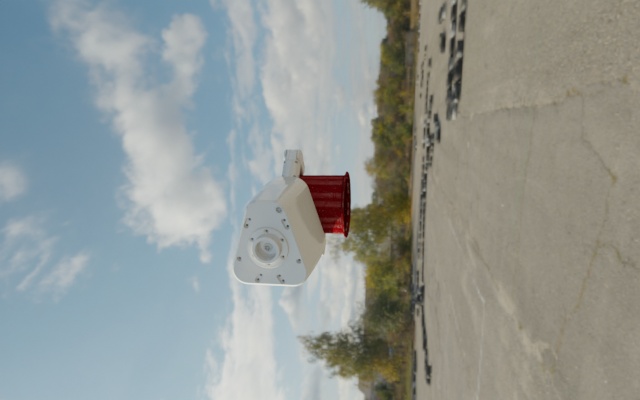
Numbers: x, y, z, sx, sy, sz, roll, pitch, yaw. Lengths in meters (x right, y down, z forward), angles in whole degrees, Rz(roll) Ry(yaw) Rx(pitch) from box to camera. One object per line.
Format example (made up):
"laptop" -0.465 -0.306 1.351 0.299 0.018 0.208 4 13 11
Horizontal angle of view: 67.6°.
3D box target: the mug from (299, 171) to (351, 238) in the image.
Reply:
"mug" 0.000 0.002 0.686 0.081 0.093 0.117 1 14 9
